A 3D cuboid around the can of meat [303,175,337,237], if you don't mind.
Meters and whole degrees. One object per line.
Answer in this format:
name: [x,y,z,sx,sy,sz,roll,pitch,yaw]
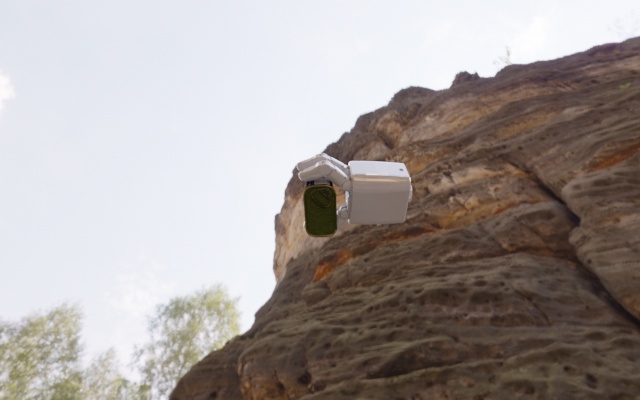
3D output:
can of meat: [0.000,0.003,0.875,0.057,0.102,0.084,-3,26,1]
